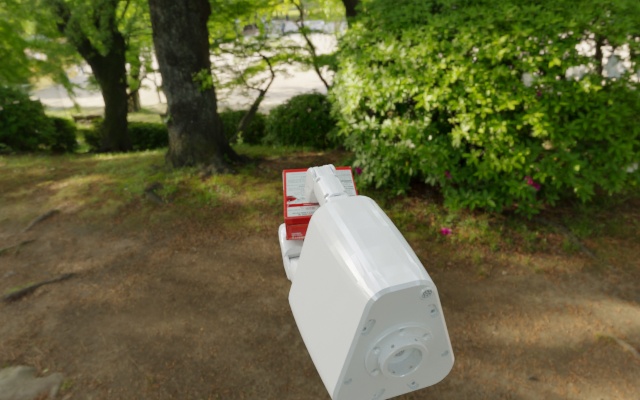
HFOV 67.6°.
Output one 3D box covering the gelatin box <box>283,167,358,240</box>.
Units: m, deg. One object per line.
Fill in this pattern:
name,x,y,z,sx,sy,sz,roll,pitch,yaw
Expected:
gelatin box,0.000,0.001,0.479,0.073,0.030,0.089,-4,36,-3
